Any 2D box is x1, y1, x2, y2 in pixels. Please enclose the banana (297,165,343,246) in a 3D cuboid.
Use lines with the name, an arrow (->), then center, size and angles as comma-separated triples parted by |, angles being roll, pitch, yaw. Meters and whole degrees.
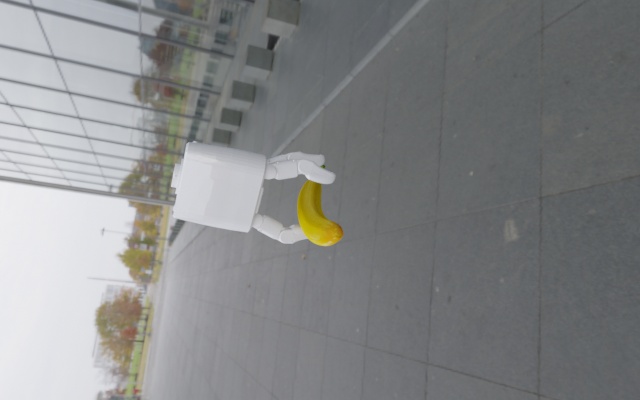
banana -> -0.006, 0.016, 0.667 | 0.037, 0.070, 0.197 | 12, 27, -16
